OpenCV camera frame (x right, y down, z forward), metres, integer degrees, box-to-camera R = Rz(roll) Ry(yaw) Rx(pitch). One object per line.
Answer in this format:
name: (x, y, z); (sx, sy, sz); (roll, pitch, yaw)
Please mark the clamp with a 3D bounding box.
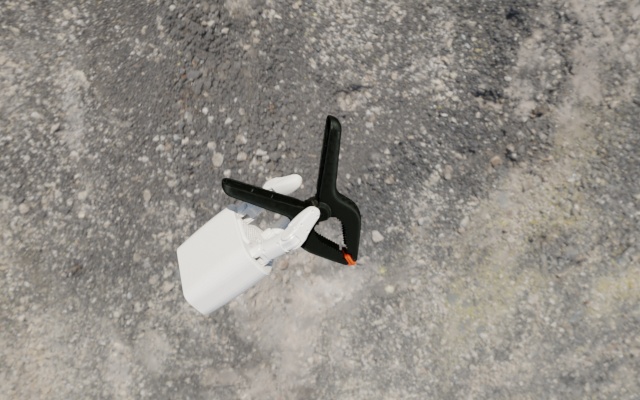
clamp: (0.000, 0.003, 0.620); (0.164, 0.210, 0.036); (-36, 28, 10)
